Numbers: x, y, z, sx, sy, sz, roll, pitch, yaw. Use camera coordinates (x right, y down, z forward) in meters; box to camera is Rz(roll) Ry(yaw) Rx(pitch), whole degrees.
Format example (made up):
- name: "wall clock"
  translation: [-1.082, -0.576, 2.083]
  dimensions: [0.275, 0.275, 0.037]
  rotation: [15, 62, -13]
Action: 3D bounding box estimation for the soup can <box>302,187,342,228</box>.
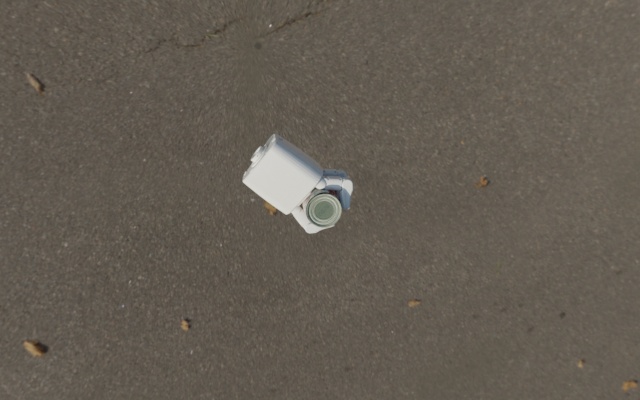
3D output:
- name: "soup can"
  translation: [0.000, 0.003, 0.899]
  dimensions: [0.068, 0.068, 0.102]
  rotation: [0, 18, -8]
